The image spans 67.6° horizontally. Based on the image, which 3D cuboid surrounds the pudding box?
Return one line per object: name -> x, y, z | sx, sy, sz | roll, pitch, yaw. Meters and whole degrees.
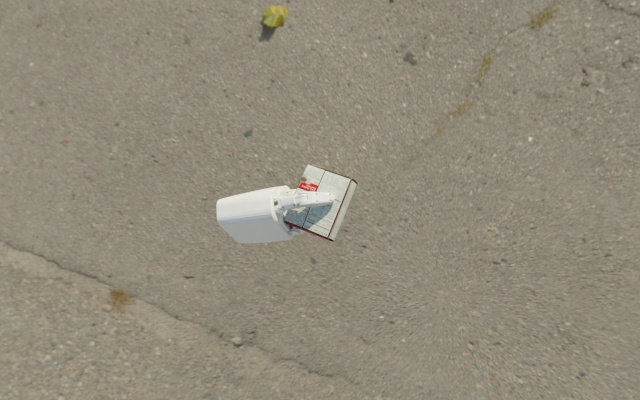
pudding box -> 0.000, 0.003, 0.814 | 0.090, 0.113, 0.039 | 21, -4, 21
